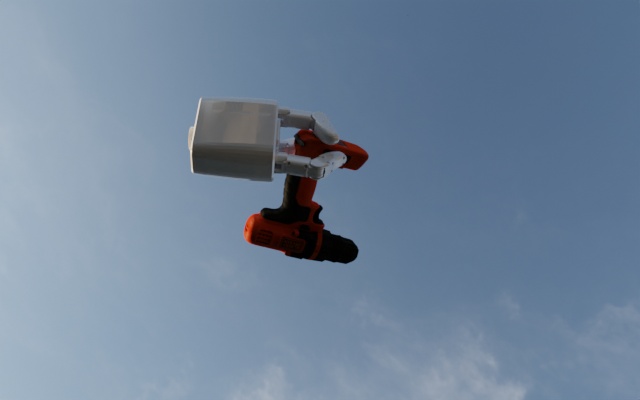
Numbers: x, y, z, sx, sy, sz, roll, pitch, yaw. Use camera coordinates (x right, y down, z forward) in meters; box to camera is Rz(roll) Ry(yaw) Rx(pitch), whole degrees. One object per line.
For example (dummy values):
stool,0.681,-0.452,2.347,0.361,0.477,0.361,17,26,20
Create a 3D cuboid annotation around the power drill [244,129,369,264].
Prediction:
power drill,0.000,0.002,0.700,0.184,0.188,0.057,15,17,-24
